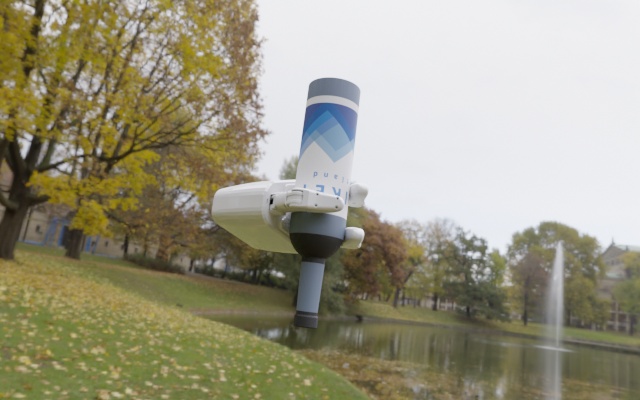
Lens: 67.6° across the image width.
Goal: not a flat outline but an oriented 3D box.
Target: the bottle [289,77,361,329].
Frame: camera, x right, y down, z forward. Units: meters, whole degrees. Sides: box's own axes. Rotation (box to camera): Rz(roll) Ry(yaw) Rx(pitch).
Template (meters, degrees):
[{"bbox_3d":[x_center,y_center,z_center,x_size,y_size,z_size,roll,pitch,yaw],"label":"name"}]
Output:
[{"bbox_3d":[0.000,0.002,0.575,0.069,0.295,0.069,7,-11,1],"label":"bottle"}]
